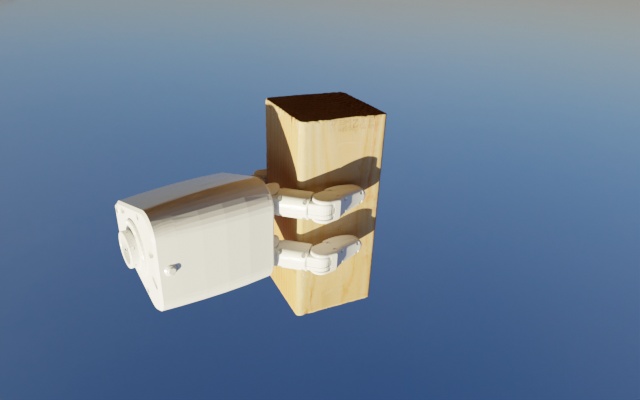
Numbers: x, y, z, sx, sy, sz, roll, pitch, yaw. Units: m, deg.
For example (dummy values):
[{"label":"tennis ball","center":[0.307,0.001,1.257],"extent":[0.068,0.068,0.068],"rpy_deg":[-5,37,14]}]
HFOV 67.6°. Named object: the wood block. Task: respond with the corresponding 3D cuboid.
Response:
[{"label":"wood block","center":[0.000,0.002,0.496],"extent":[0.090,0.206,0.090],"rpy_deg":[-10,29,-24]}]
